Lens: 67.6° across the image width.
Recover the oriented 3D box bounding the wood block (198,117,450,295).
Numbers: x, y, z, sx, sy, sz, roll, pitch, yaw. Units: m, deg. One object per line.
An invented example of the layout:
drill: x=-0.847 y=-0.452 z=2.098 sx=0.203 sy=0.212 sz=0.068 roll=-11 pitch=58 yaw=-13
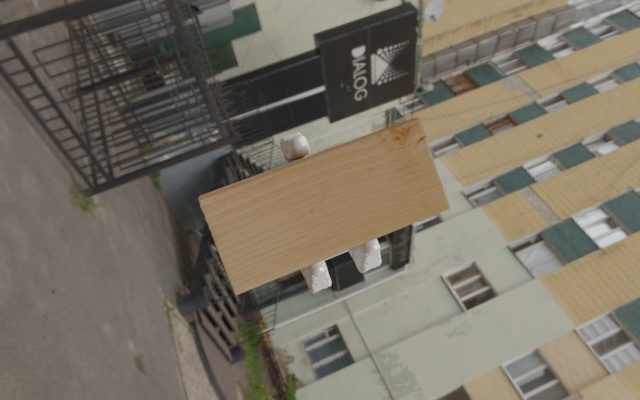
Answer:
wood block: x=0.000 y=0.001 z=0.455 sx=0.206 sy=0.091 sz=0.090 roll=-21 pitch=6 yaw=-9
